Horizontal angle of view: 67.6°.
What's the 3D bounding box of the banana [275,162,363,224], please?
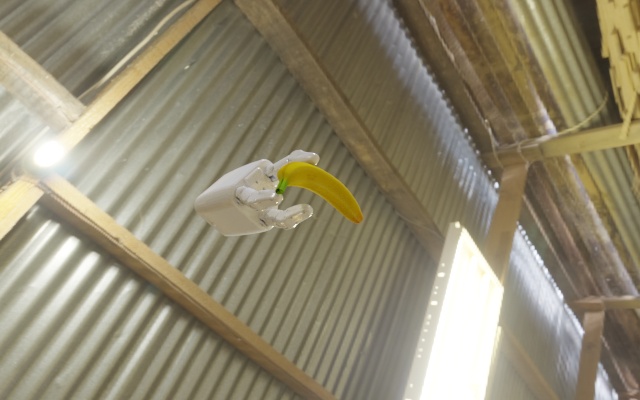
[{"bbox_3d":[-0.002,-0.016,0.725,0.037,0.069,0.198,-15,-24,39],"label":"banana"}]
